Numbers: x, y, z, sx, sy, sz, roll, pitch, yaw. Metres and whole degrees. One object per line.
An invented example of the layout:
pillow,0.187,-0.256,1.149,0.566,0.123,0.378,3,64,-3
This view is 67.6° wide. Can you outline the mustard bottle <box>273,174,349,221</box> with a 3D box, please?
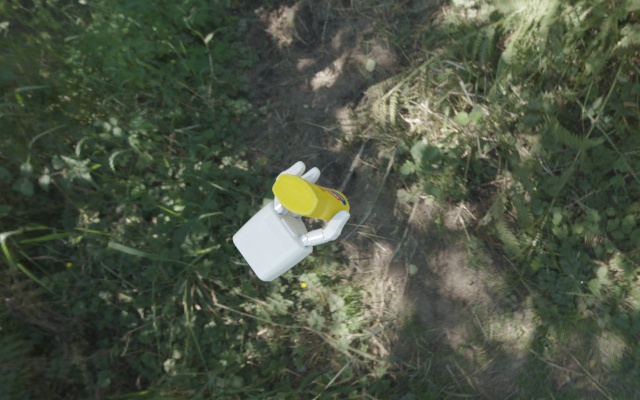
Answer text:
mustard bottle,0.000,0.003,0.877,0.096,0.058,0.192,32,7,29
